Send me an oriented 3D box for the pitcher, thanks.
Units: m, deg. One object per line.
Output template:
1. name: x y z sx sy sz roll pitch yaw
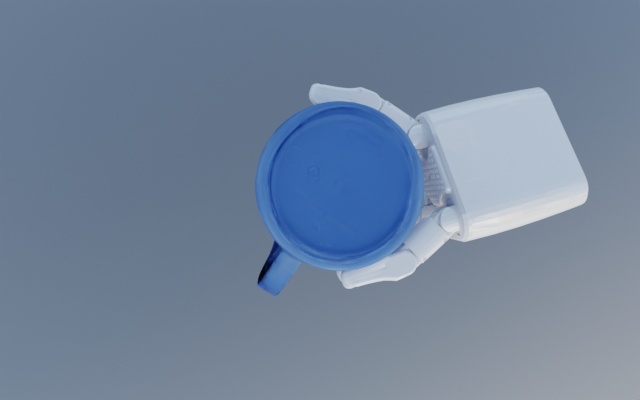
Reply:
1. pitcher: 0.000 0.001 0.411 0.145 0.149 0.243 -12 0 -4
